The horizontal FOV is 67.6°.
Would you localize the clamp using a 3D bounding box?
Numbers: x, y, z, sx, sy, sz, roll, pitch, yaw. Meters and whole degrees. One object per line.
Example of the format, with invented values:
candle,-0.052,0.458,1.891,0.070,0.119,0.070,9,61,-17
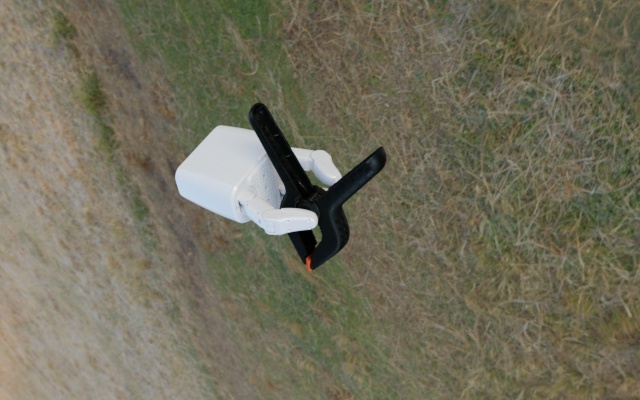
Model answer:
clamp,-0.001,0.003,0.535,0.164,0.210,0.036,19,43,31
